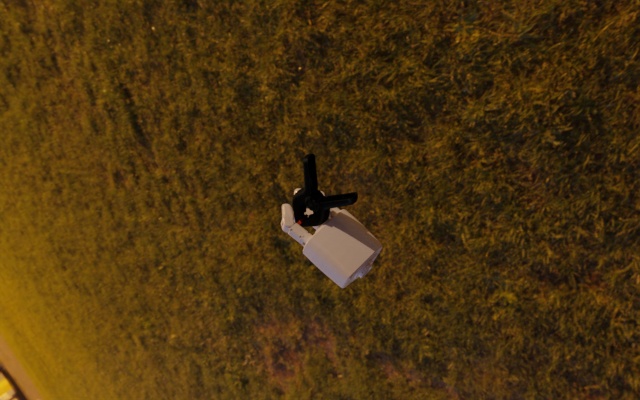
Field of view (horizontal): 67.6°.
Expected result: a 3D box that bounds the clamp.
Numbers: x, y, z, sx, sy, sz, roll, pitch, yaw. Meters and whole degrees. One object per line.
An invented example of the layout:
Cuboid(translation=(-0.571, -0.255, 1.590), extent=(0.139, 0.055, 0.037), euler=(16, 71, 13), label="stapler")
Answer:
Cuboid(translation=(0.000, 0.003, 0.891), extent=(0.039, 0.120, 0.172), euler=(-36, -21, -36), label="clamp")
